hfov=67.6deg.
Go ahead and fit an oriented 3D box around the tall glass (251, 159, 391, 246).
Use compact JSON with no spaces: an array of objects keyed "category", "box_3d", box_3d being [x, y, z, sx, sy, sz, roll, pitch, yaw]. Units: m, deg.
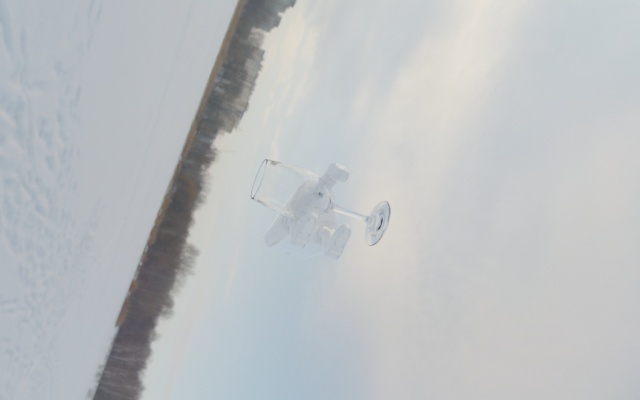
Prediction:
[{"category":"tall glass","box_3d":[0.001,0.002,0.714,0.201,0.079,0.079,21,-7,-17]}]
